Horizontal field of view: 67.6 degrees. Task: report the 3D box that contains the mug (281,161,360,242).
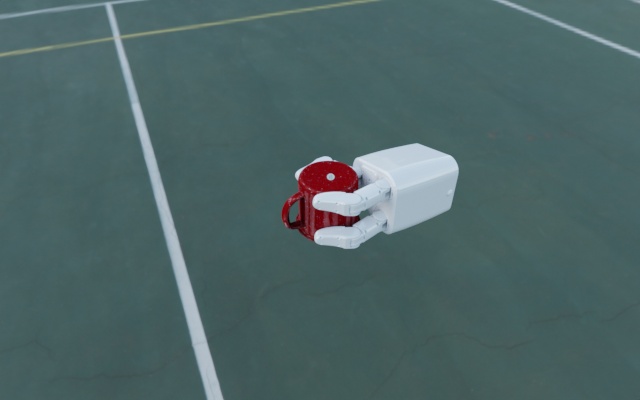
[{"bbox_3d":[-0.001,0.002,0.653,0.117,0.082,0.093,-18,41,-21],"label":"mug"}]
